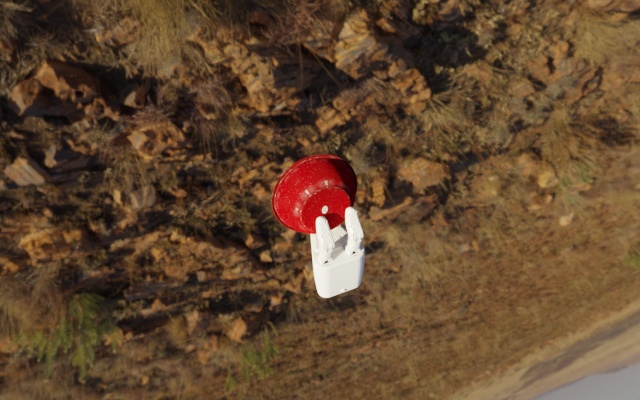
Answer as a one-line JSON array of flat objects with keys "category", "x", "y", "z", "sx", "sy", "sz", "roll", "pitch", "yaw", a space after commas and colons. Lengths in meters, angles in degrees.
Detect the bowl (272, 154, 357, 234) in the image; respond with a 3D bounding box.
[{"category": "bowl", "x": 0.000, "y": 0.002, "z": 0.826, "sx": 0.162, "sy": 0.162, "sz": 0.055, "roll": 0, "pitch": 32, "yaw": -24}]
